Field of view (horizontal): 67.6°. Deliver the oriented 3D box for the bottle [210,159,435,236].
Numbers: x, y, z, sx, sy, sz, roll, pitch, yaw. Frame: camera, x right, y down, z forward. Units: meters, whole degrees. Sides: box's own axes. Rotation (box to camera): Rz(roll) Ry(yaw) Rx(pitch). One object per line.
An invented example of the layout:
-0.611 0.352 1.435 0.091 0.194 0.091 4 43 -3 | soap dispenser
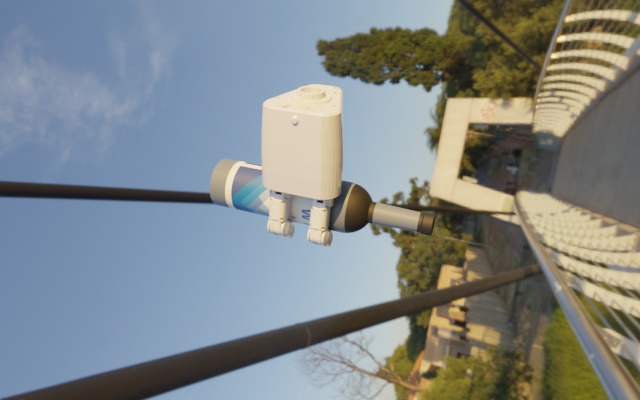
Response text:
0.000 0.002 0.627 0.295 0.069 0.069 12 3 17 | bottle
